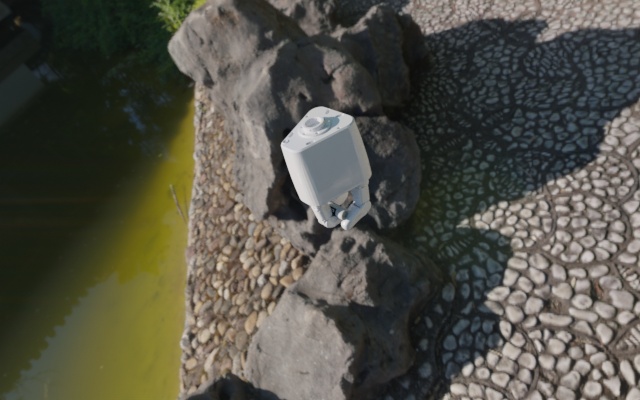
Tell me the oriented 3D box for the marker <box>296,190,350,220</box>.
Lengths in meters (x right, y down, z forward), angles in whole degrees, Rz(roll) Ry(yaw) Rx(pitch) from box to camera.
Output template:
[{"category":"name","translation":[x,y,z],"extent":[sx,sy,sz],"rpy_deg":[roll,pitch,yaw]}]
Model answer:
[{"category":"marker","translation":[0.000,0.003,0.793],"extent":[0.020,0.020,0.121],"rpy_deg":[0,20,-45]}]
